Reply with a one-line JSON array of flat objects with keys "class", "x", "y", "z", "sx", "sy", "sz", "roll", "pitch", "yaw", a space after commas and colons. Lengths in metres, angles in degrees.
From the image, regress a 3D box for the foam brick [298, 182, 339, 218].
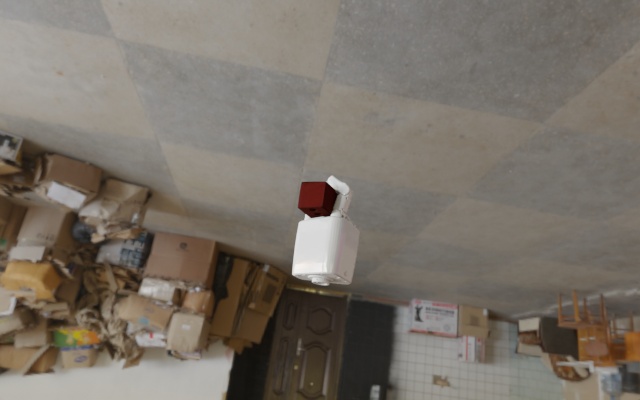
[{"class": "foam brick", "x": 0.000, "y": 0.003, "z": 0.892, "sx": 0.053, "sy": 0.051, "sz": 0.078, "roll": -1, "pitch": -22, "yaw": 27}]
